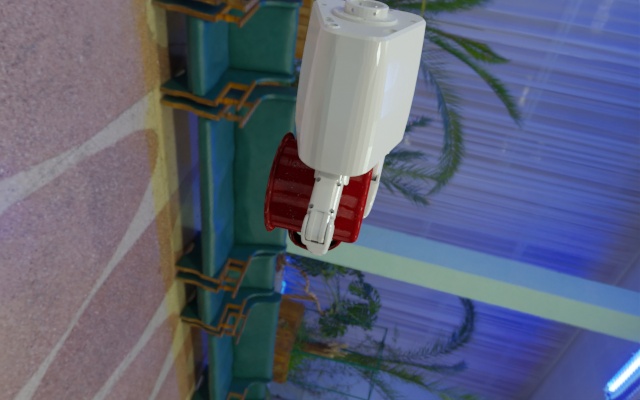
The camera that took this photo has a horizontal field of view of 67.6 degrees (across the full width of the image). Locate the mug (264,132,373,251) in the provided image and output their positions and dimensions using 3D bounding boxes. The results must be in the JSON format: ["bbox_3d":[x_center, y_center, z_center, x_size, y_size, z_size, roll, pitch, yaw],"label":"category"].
[{"bbox_3d":[0.000,0.003,0.441,0.081,0.117,0.093,13,34,6],"label":"mug"}]
